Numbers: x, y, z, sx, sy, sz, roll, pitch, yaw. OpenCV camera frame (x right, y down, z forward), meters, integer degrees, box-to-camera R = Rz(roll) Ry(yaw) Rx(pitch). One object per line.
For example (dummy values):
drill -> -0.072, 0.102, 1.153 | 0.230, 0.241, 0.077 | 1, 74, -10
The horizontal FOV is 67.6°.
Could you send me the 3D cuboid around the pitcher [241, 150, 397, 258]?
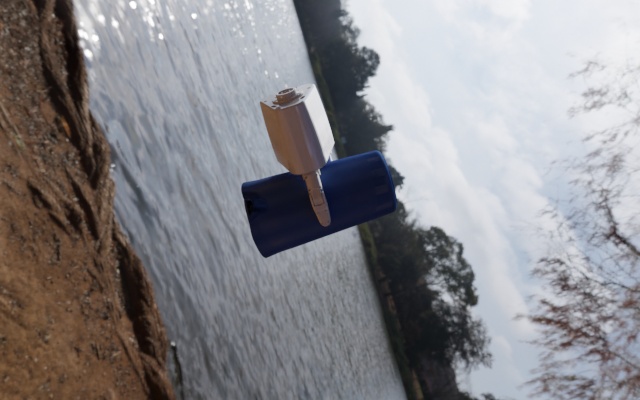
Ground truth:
pitcher -> 0.000, 0.003, 0.810 | 0.243, 0.145, 0.149 | -16, 27, 3
